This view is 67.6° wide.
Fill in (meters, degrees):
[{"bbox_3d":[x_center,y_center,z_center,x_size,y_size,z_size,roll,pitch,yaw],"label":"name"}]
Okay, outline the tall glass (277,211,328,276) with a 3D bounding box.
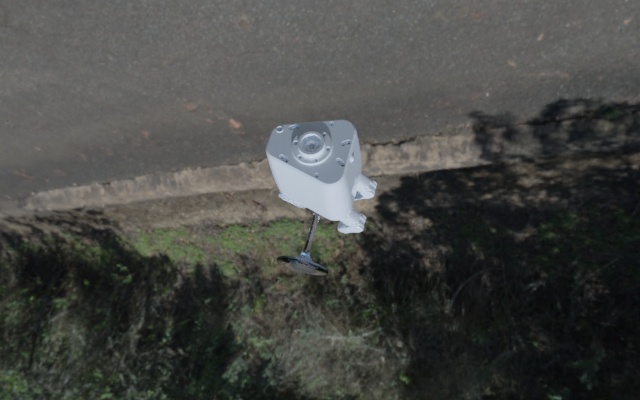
[{"bbox_3d":[0.000,0.003,0.699,0.079,0.201,0.079,14,-21,5],"label":"tall glass"}]
